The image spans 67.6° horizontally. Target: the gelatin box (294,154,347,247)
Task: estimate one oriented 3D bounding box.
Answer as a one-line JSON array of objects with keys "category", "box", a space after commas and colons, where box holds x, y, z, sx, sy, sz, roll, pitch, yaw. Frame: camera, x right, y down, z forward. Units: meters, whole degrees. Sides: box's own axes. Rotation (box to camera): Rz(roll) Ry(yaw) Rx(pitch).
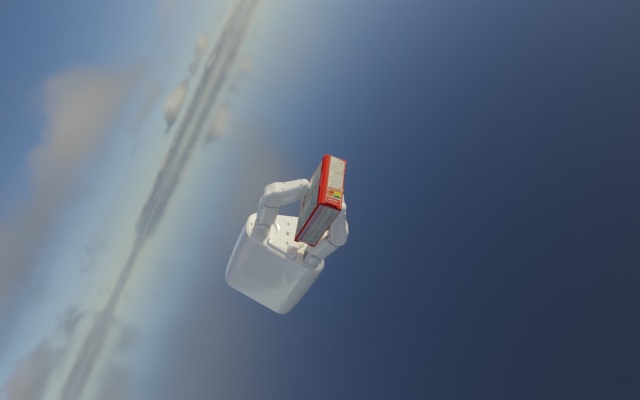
[{"category": "gelatin box", "box": [0.000, 0.002, 0.563, 0.030, 0.073, 0.089, 17, -39, -12]}]
